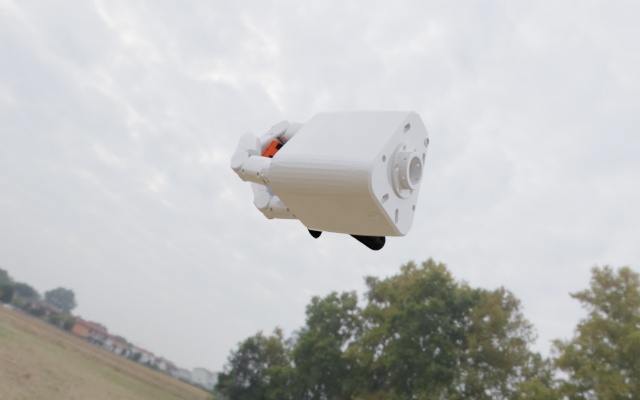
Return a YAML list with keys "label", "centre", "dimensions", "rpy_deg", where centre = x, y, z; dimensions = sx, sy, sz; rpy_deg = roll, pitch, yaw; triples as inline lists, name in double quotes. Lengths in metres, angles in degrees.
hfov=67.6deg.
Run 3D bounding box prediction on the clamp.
- label: "clamp"
  centre: [0.000, 0.001, 0.535]
  dimensions: [0.120, 0.039, 0.172]
  rpy_deg: [6, -31, 37]
